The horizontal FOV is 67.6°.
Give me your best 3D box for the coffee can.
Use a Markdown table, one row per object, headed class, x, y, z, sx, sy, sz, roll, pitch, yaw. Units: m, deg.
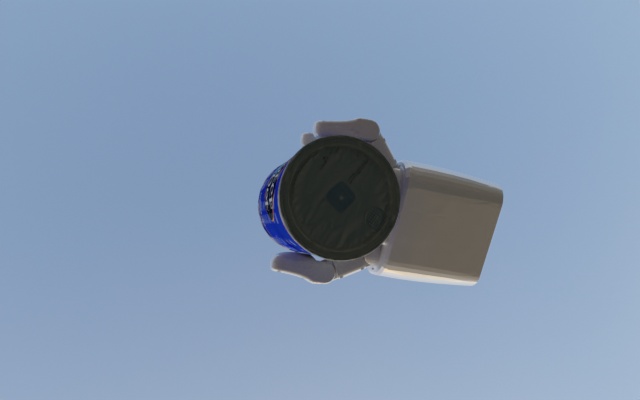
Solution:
| class | x | y | z | sx | sy | sz | roll | pitch | yaw |
| --- | --- | --- | --- | --- | --- | --- | --- | --- | --- |
| coffee can | 0.000 | 0.002 | 0.451 | 0.103 | 0.103 | 0.140 | 0 | -3 | -14 |
